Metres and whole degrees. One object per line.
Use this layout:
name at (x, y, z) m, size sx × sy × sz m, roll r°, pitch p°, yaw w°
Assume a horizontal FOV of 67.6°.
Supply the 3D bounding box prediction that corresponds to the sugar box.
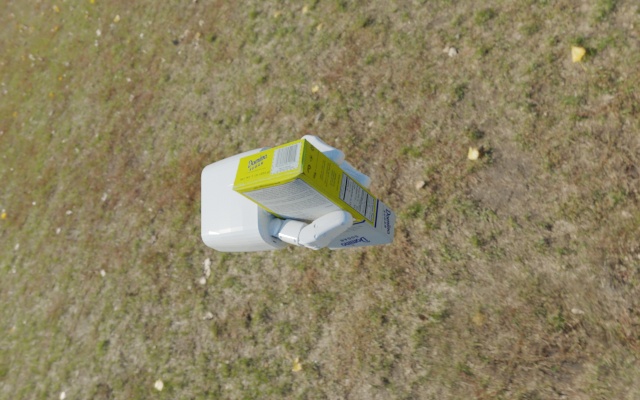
sugar box at (0.000, 0.001, 0.527) m, size 0.093 × 0.048 × 0.176 m, roll -10°, pitch -29°, yaw 36°
